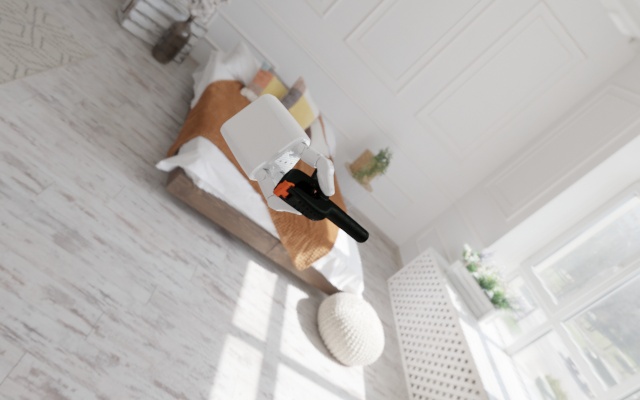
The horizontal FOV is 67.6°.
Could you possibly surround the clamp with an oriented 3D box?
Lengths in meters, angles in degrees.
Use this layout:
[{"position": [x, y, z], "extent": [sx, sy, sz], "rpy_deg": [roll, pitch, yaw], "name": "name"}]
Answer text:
[{"position": [0.000, 0.002, 0.769], "extent": [0.036, 0.164, 0.210], "rpy_deg": [-41, -17, 19], "name": "clamp"}]
